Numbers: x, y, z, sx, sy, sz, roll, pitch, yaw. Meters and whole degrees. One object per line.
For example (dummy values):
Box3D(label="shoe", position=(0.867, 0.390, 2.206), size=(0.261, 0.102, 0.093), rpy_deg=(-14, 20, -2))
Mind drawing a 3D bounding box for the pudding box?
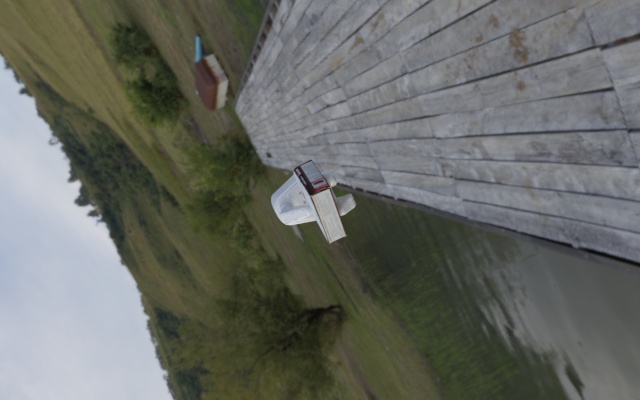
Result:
Box3D(label="pudding box", position=(0.000, 0.003, 0.789), size=(0.039, 0.114, 0.090), rpy_deg=(-28, 40, -5))
